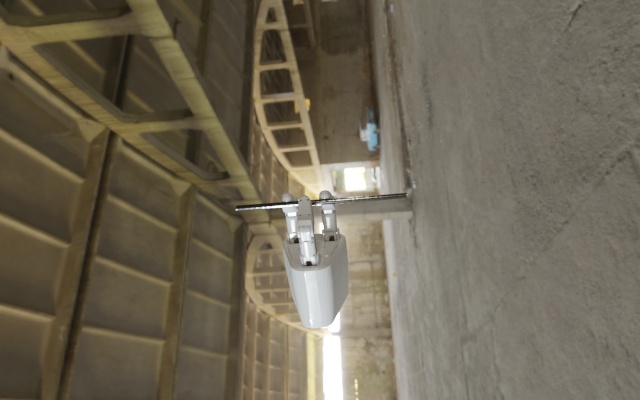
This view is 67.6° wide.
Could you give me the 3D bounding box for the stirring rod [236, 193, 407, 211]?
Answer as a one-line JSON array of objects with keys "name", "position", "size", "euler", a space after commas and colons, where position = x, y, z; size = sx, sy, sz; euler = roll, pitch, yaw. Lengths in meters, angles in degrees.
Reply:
[{"name": "stirring rod", "position": [0.000, 0.002, 0.670], "size": [0.239, 0.011, 0.011], "euler": [-4, 0, 5]}]
